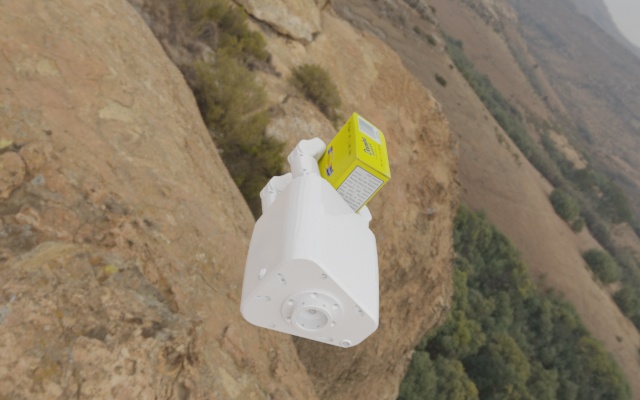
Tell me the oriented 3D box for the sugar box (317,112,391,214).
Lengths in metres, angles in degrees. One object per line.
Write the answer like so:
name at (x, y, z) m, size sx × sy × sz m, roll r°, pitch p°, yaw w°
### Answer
sugar box at (0.000, 0.001, 0.502) m, size 0.048 × 0.176 × 0.093 m, roll 31°, pitch 31°, yaw -19°
